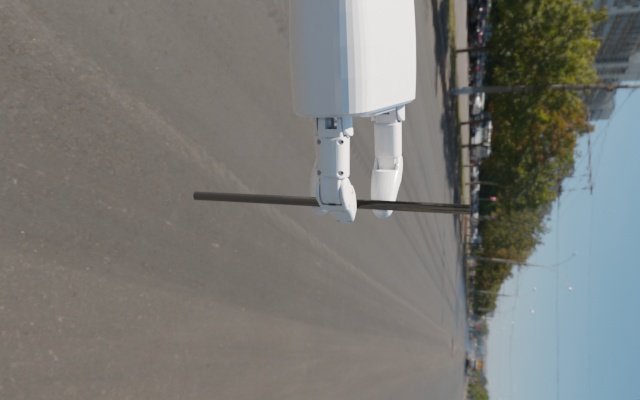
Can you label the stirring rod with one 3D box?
[{"bbox_3d":[0.000,0.001,0.401,0.239,0.011,0.011,3,1,18],"label":"stirring rod"}]
